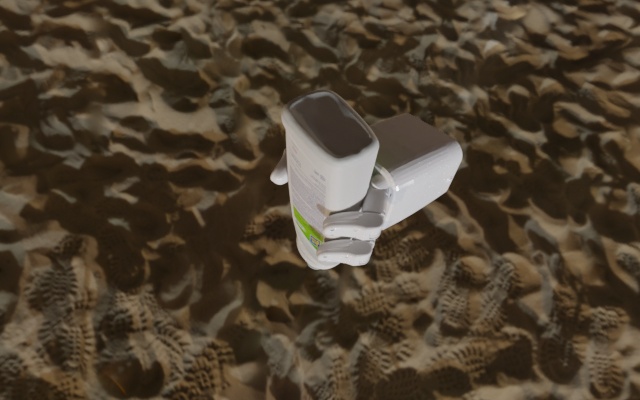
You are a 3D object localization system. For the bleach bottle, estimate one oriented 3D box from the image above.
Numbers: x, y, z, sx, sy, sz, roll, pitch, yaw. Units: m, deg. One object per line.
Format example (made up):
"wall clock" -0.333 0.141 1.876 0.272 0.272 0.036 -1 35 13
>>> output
"bleach bottle" 0.000 0.002 0.549 0.068 0.102 0.251 -27 -29 -23
